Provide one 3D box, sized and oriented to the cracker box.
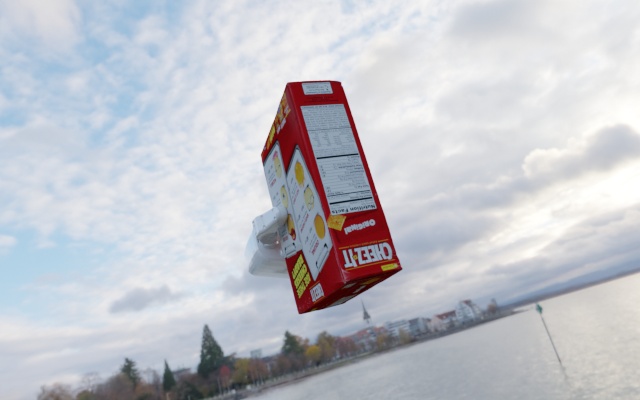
[{"bbox_3d":[0.000,0.002,0.531,0.072,0.213,0.164,-9,-19,-21],"label":"cracker box"}]
